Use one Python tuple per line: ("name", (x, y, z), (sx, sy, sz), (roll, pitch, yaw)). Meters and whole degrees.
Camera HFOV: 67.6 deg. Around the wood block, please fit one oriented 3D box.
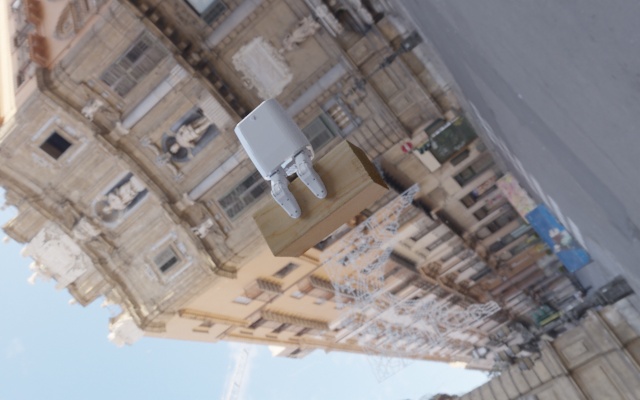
("wood block", (0.000, 0.002, 0.807), (0.206, 0.090, 0.091), (-37, -20, 16))
